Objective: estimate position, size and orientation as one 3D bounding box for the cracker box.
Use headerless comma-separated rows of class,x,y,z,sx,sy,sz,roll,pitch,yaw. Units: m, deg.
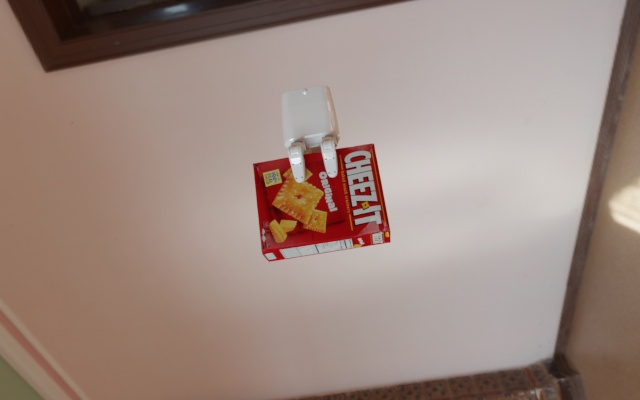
cracker box,0.000,0.003,0.811,0.214,0.164,0.072,-10,-22,4
